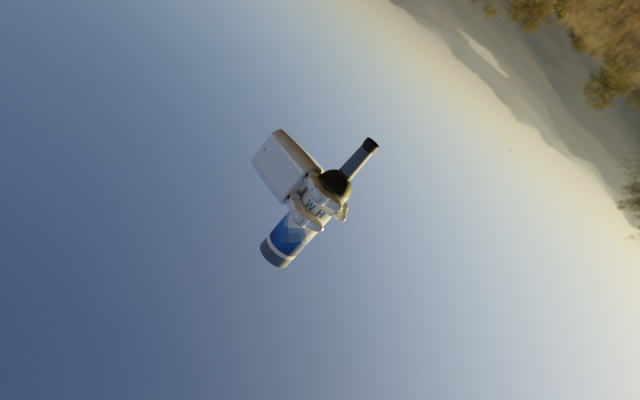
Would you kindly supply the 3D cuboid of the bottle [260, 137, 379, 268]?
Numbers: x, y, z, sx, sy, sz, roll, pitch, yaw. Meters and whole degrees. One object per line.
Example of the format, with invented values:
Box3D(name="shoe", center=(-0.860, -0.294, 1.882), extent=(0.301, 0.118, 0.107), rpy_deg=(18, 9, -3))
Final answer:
Box3D(name="bottle", center=(0.000, 0.003, 0.870), extent=(0.296, 0.069, 0.069), rpy_deg=(-49, -23, 22))
